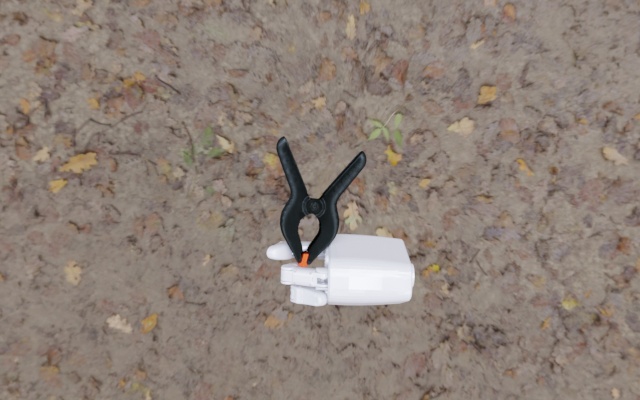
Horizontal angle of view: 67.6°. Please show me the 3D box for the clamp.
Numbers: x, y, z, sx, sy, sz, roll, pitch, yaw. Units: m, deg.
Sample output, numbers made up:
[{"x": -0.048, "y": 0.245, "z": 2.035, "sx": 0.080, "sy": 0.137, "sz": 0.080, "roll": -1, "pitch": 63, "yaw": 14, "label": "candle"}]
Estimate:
[{"x": 0.000, "y": 0.002, "z": 0.635, "sx": 0.120, "sy": 0.171, "sz": 0.039, "roll": 2, "pitch": 5, "yaw": -1, "label": "clamp"}]
